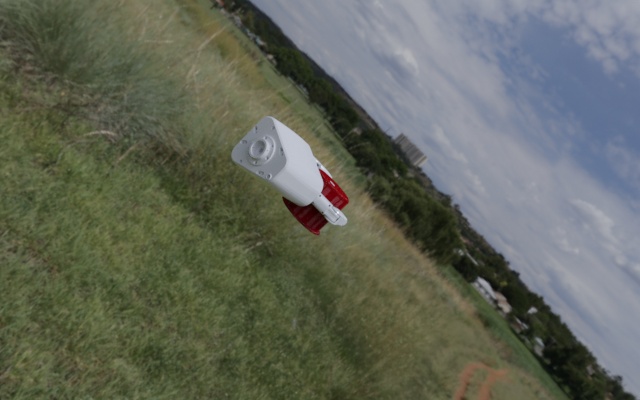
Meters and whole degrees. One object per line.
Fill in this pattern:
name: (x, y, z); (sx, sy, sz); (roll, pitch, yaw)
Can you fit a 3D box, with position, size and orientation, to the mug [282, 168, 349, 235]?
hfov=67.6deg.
mug: (0.001, 0.003, 0.836); (0.081, 0.093, 0.117); (-43, -31, 9)
